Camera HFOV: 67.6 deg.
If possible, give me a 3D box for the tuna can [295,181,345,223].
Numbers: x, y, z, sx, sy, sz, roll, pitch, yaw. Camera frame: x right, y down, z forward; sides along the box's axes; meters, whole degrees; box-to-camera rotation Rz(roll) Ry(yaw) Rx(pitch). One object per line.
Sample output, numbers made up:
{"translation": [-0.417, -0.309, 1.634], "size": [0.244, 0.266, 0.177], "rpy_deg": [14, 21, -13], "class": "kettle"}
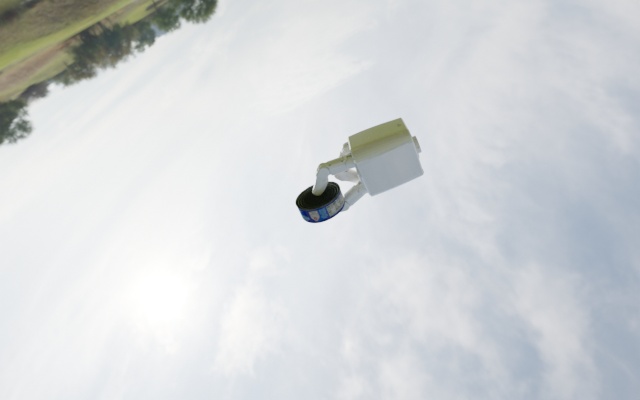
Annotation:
{"translation": [0.000, 0.003, 0.864], "size": [0.086, 0.034, 0.086], "rpy_deg": [-17, 30, 11], "class": "tuna can"}
